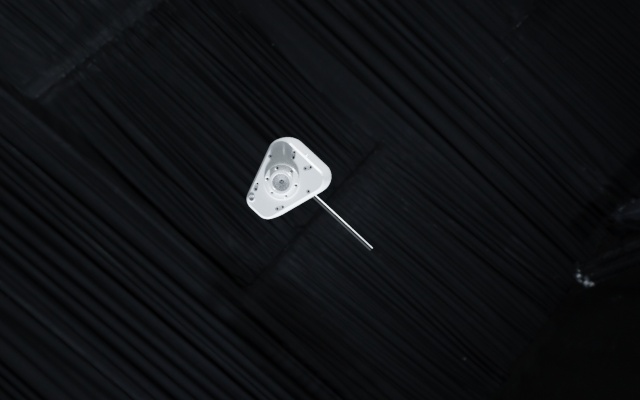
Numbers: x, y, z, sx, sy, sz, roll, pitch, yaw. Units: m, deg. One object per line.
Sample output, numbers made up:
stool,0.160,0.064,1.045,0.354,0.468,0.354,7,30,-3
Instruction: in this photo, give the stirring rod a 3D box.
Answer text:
stirring rod,0.000,0.003,0.829,0.239,0.011,0.011,43,-1,-1
